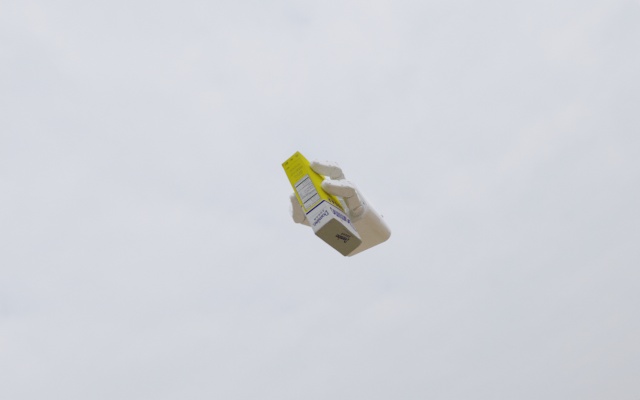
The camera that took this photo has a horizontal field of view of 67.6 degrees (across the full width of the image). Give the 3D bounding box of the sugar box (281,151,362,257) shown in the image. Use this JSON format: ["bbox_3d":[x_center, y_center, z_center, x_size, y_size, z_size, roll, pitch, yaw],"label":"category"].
[{"bbox_3d":[0.001,0.002,0.786,0.093,0.048,0.176,40,13,-45],"label":"sugar box"}]
